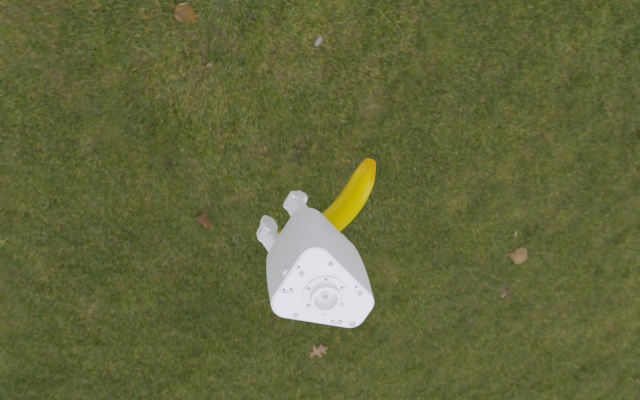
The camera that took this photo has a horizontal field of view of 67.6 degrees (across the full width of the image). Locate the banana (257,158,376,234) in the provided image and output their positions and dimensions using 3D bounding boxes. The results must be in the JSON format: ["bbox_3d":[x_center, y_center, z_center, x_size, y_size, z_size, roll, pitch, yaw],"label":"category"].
[{"bbox_3d":[0.007,0.019,0.680,0.198,0.070,0.037,-32,17,7],"label":"banana"}]
